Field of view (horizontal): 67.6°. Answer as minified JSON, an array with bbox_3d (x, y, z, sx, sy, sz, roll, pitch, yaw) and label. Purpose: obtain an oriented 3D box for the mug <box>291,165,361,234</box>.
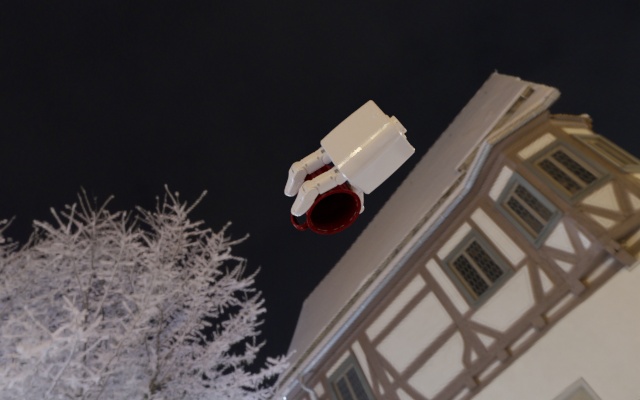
[{"bbox_3d":[-0.001,0.003,0.792,0.117,0.081,0.093,-39,-46,10],"label":"mug"}]
